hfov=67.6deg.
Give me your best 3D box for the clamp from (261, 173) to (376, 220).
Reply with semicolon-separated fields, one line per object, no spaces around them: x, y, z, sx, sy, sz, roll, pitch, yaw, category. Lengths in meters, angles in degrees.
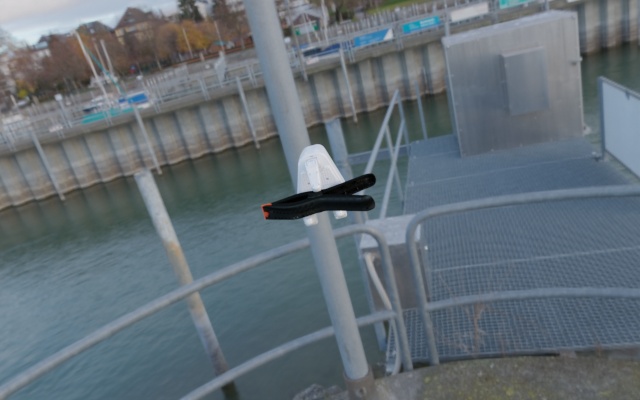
-0.001;0.002;0.819;0.210;0.036;0.164;-14;14;4;clamp
